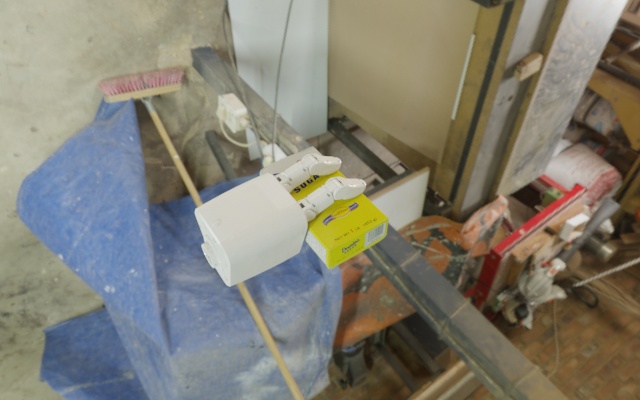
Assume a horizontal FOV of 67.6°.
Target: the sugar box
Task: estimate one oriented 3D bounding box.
[{"bbox_3d":[0.000,0.002,0.638,0.093,0.048,0.176,-26,52,-23],"label":"sugar box"}]
